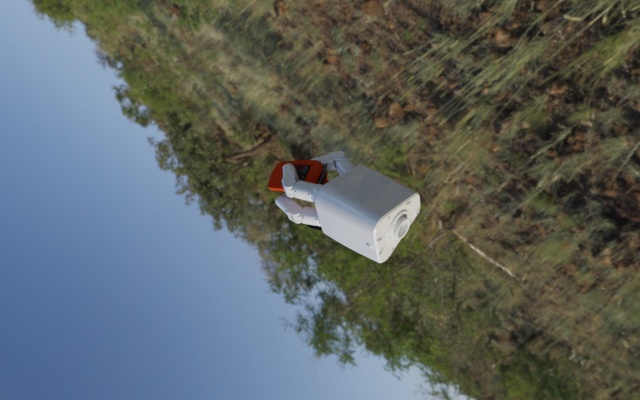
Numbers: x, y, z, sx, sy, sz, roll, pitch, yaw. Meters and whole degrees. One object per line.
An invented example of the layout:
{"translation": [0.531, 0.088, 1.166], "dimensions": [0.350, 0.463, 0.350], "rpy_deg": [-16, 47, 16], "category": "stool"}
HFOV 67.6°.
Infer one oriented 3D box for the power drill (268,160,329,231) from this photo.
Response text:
{"translation": [0.000, 0.002, 0.811], "dimensions": [0.184, 0.057, 0.188], "rpy_deg": [1, -27, 43], "category": "power drill"}
